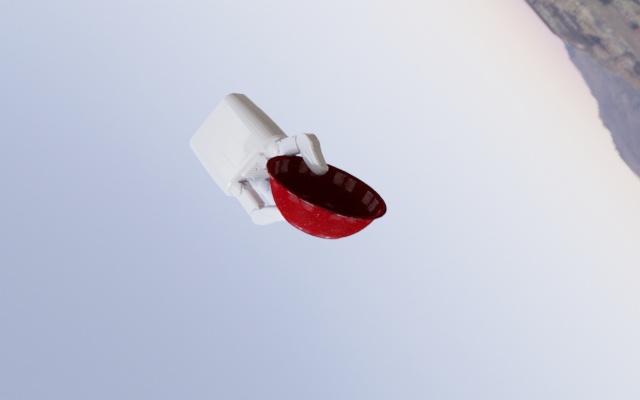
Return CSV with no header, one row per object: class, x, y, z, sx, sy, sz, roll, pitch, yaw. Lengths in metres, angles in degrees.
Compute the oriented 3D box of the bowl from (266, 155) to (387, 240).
bowl,0.001,0.003,0.606,0.162,0.055,0.162,19,22,-8
